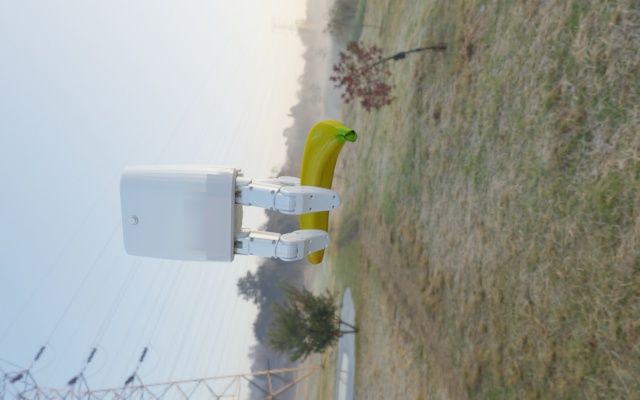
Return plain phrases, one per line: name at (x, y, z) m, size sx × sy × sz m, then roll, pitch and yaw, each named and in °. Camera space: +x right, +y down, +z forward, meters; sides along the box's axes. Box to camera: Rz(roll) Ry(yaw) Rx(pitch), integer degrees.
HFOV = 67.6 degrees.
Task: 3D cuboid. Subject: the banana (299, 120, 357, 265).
banana at (-0.002, -0.014, 0.507) m, size 0.037 × 0.069 × 0.198 m, roll 0°, pitch -43°, yaw -11°
